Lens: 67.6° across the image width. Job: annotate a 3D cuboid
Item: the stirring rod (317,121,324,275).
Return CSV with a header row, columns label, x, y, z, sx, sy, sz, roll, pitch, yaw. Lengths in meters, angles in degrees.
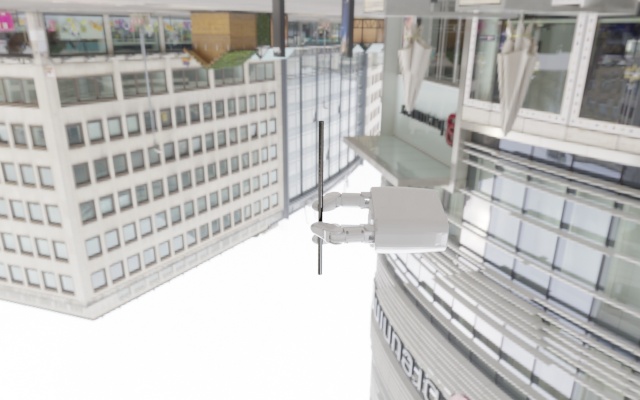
label,x,y,z,sx,sy,sz,roll,pitch,yaw
stirring rod,0.000,0.002,0.709,0.011,0.240,0.011,0,20,0
